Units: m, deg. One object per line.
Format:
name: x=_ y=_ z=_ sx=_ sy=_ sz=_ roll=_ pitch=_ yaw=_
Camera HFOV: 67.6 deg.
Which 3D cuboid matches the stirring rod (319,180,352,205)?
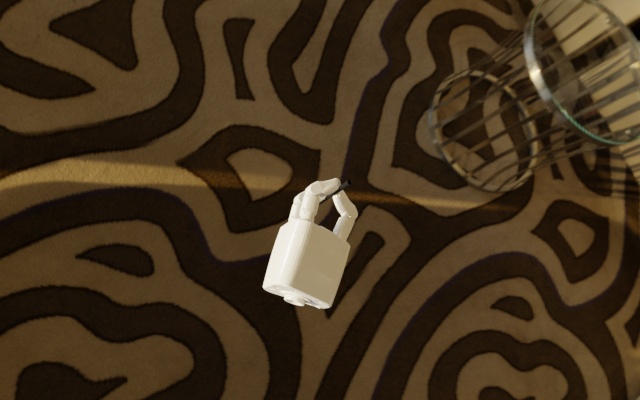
stirring rod: x=0.000 y=0.003 z=0.845 sx=0.011 sy=0.011 sz=0.239 roll=0 pitch=-15 yaw=-23
